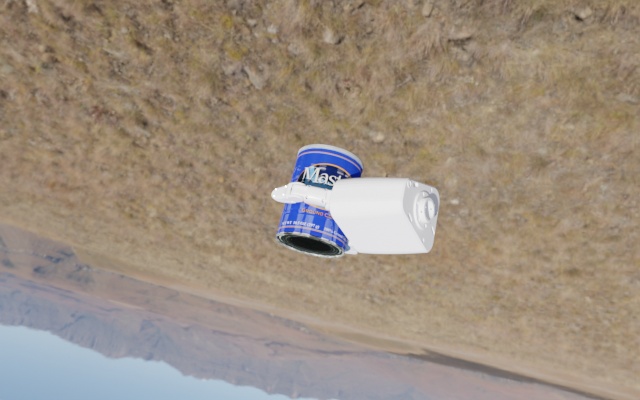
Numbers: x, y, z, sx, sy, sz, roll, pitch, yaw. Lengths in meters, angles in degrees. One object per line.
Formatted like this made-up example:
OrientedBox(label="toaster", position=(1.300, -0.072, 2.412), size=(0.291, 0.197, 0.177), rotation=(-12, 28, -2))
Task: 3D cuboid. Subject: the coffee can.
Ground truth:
OrientedBox(label="coffee can", position=(0.000, 0.002, 0.706), size=(0.103, 0.140, 0.103), rotation=(12, -20, 4))
